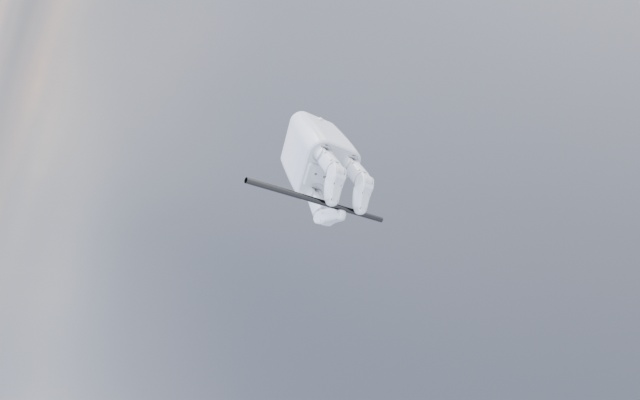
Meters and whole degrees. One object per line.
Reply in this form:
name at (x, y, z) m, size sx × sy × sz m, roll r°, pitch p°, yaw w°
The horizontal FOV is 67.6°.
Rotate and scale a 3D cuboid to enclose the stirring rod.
stirring rod at (0.000, 0.002, 0.673) m, size 0.239 × 0.011 × 0.011 m, roll 16°, pitch -10°, yaw -35°
